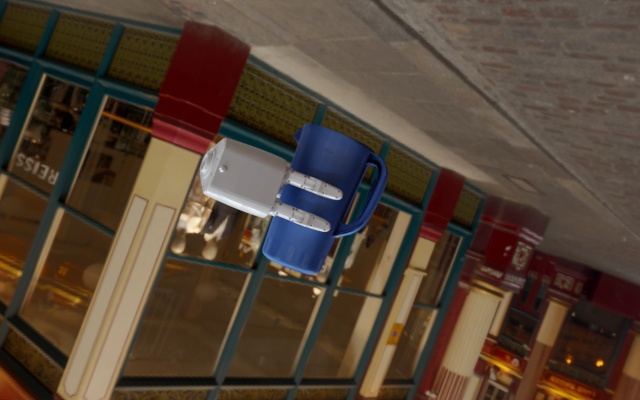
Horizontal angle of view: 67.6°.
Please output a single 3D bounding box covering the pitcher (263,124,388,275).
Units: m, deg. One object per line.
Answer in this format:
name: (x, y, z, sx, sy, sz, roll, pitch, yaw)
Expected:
pitcher: (0.000, 0.003, 0.825, 0.145, 0.243, 0.149, 22, -1, -26)
